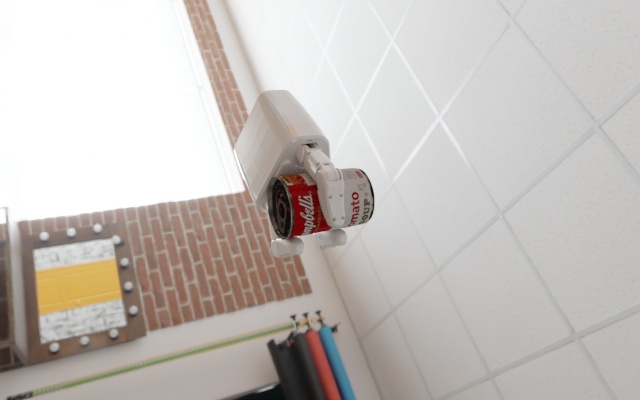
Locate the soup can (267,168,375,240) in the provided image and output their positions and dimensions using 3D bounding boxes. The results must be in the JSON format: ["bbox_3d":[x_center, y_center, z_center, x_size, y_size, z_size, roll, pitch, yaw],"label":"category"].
[{"bbox_3d":[0.001,0.002,0.530,0.102,0.068,0.068,-8,4,-26],"label":"soup can"}]
